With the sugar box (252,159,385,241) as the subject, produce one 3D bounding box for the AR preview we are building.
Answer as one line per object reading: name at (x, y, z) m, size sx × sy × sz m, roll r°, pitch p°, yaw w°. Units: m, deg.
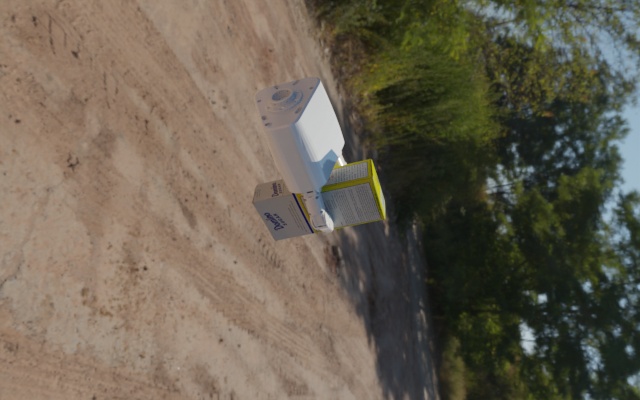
sugar box at (0.000, 0.002, 0.698) m, size 0.176 × 0.048 × 0.093 m, roll -10°, pitch -45°, yaw 14°
